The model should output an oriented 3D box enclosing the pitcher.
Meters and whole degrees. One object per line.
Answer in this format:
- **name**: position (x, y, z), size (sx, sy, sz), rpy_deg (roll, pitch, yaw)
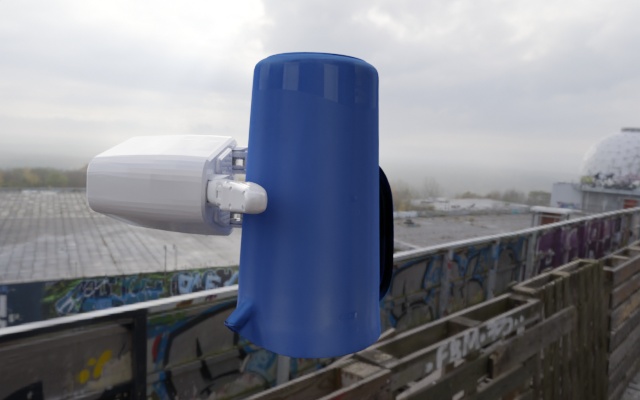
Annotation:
- **pitcher**: position (0.000, 0.001, 0.430), size (0.145, 0.243, 0.149), rpy_deg (3, 6, 5)
